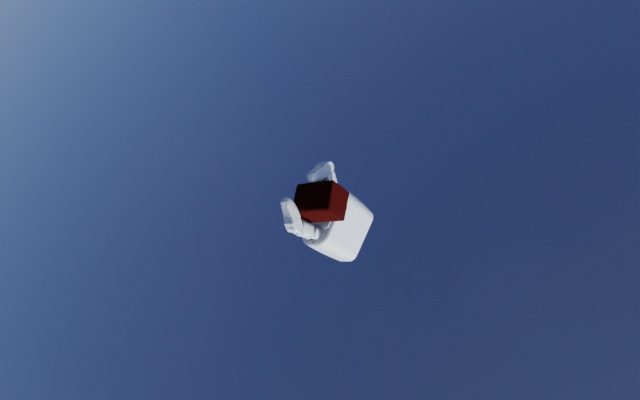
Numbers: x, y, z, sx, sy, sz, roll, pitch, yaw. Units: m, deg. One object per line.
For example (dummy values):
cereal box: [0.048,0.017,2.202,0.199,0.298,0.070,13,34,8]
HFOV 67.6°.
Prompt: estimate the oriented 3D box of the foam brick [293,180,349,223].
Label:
foam brick: [0.000,0.003,0.789,0.078,0.053,0.051,-4,-26,37]
